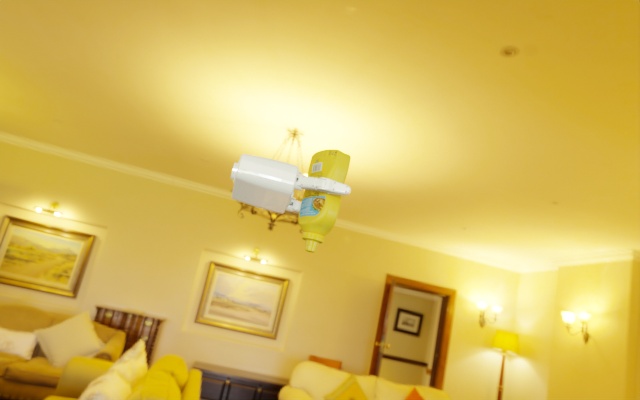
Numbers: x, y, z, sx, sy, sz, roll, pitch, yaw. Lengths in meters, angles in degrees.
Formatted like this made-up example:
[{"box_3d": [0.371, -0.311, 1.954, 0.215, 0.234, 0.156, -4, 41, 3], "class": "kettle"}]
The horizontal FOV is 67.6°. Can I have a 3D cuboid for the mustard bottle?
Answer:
[{"box_3d": [0.000, 0.003, 0.899, 0.058, 0.191, 0.096, 22, -16, -33], "class": "mustard bottle"}]
